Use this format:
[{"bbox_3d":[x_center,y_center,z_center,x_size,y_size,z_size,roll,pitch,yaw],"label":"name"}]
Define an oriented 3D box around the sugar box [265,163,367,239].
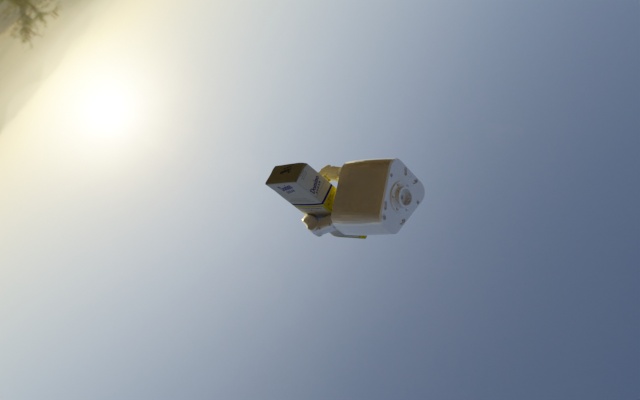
[{"bbox_3d":[0.001,0.002,0.815,0.176,0.048,0.093,42,-25,-31],"label":"sugar box"}]
